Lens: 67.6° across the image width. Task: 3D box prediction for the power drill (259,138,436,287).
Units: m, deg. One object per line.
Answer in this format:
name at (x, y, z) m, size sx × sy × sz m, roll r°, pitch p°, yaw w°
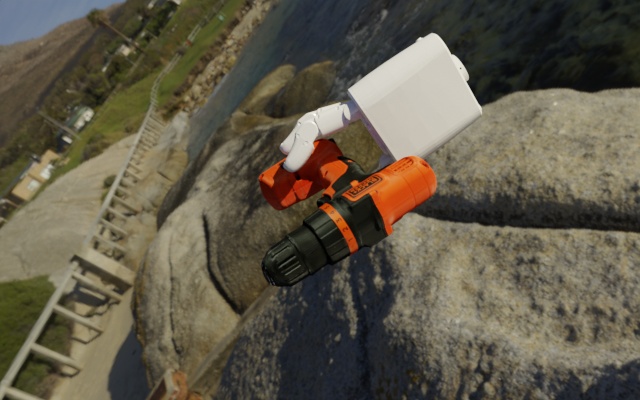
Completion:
power drill at (0.000, 0.001, 0.498) m, size 0.184 × 0.057 × 0.187 m, roll -31°, pitch 28°, yaw -13°
